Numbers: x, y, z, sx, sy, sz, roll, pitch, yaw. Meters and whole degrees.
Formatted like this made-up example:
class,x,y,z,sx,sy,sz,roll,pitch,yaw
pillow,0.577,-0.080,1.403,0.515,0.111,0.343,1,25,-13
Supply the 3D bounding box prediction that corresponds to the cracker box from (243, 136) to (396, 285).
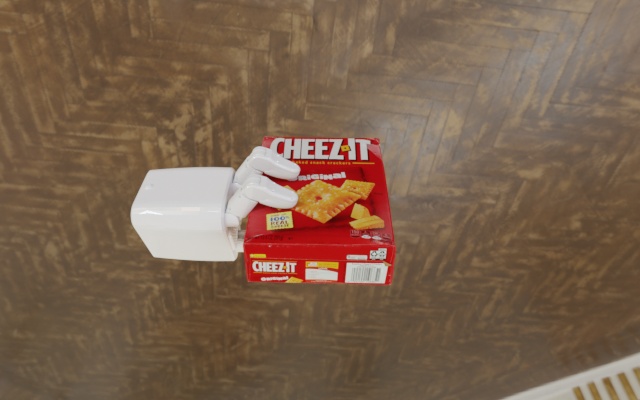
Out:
class,x,y,z,sx,sy,sz,roll,pitch,yaw
cracker box,0.000,0.002,0.593,0.164,0.072,0.213,1,40,0
